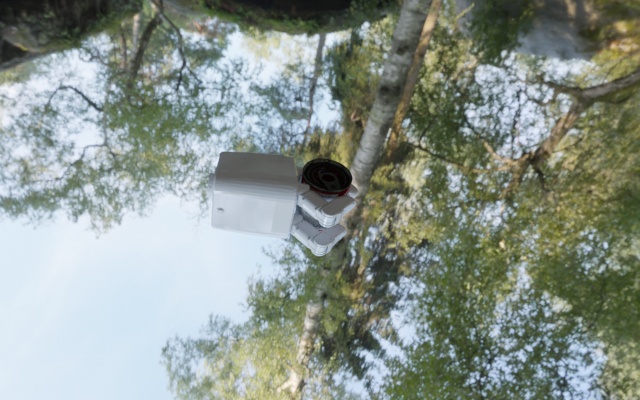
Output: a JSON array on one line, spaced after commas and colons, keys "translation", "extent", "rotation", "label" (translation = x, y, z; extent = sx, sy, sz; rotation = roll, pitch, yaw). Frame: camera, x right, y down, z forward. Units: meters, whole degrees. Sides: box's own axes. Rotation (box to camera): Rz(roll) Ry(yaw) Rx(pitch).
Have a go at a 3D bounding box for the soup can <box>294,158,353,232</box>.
[{"translation": [0.001, 0.002, 0.665], "extent": [0.068, 0.102, 0.068], "rotation": [8, 41, -7], "label": "soup can"}]
